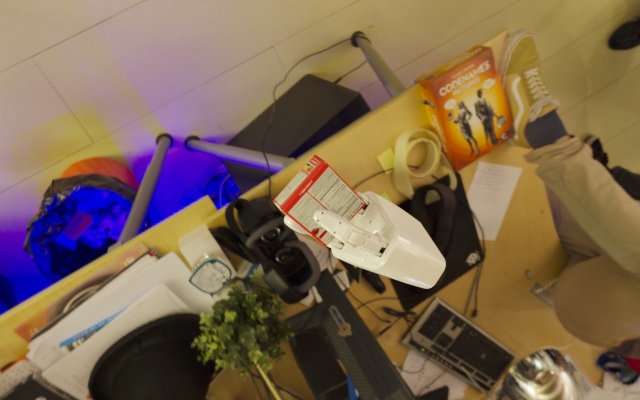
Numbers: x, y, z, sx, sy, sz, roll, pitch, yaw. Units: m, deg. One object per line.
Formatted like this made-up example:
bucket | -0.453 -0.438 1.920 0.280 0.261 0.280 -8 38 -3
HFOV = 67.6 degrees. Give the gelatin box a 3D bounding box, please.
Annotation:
gelatin box | 0.000 0.002 0.556 0.089 0.073 0.030 43 -1 -39
